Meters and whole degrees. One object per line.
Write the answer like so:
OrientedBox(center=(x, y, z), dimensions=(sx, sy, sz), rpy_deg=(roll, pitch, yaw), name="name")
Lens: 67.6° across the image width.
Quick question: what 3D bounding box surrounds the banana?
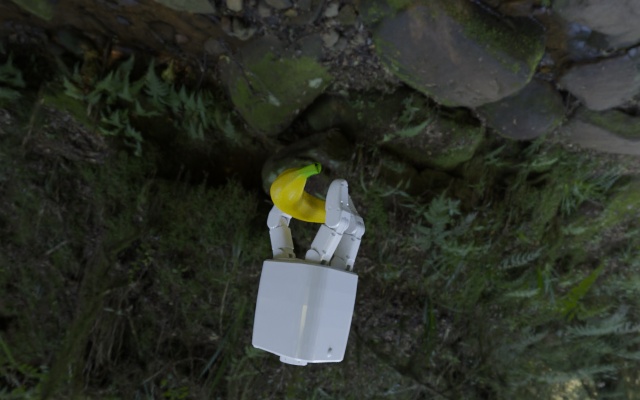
OrientedBox(center=(-0.019, 0.000, 0.583), dimensions=(0.069, 0.037, 0.198), rpy_deg=(2, -14, 10), name="banana")
